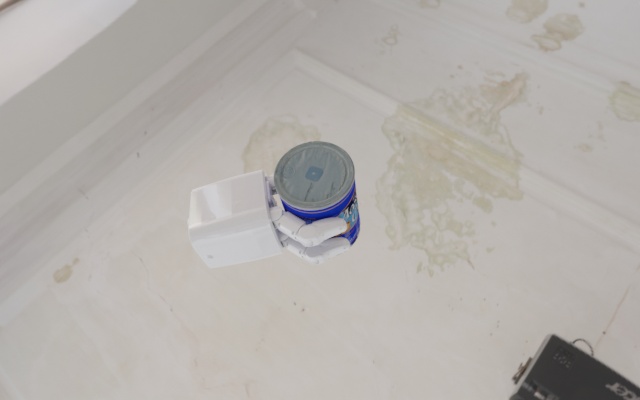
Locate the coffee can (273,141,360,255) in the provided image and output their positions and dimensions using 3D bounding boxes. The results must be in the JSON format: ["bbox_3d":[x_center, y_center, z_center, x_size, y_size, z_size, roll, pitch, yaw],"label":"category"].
[{"bbox_3d":[0.000,0.002,0.653,0.103,0.102,0.140,0,-32,8],"label":"coffee can"}]
